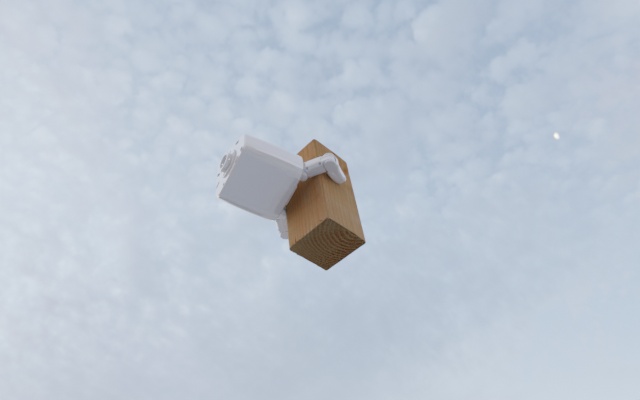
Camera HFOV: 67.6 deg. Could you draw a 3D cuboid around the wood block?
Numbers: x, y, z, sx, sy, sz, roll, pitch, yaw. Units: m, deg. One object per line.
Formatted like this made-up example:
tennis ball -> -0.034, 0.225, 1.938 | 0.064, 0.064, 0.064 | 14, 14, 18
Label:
wood block -> 0.000, 0.002, 0.818 | 0.091, 0.206, 0.090 | -39, -54, 25
